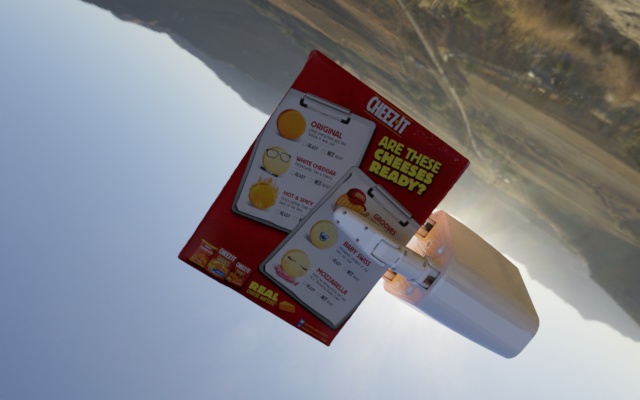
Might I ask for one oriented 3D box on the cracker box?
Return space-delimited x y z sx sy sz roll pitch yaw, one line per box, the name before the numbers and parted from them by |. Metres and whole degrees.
cracker box | 0.000 0.002 0.439 0.164 0.214 0.072 33 10 -11
